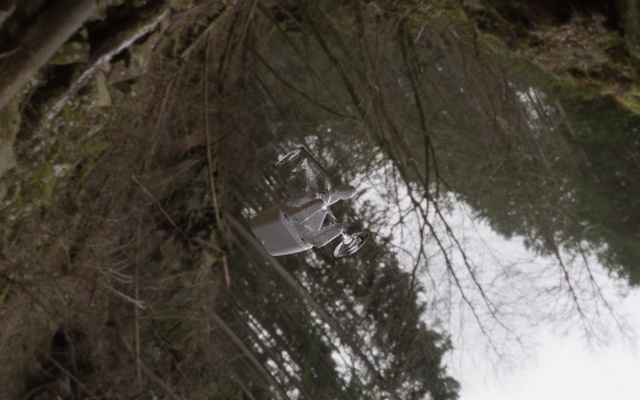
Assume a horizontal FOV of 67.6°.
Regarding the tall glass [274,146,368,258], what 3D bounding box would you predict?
[{"bbox_3d":[0.001,0.003,0.850,0.079,0.201,0.079,-33,14,9],"label":"tall glass"}]
